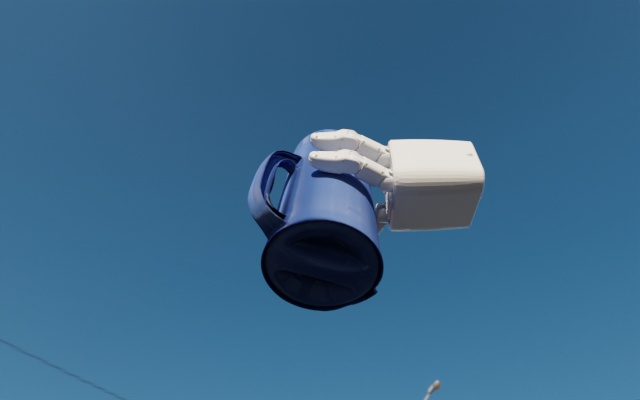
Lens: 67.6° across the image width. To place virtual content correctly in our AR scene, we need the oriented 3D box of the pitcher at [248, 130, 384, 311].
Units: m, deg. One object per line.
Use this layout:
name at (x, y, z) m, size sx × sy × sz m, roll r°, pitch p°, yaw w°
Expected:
pitcher at (0.000, 0.002, 0.603) m, size 0.145 × 0.149 × 0.242 m, roll 0°, pitch 35°, yaw 3°
